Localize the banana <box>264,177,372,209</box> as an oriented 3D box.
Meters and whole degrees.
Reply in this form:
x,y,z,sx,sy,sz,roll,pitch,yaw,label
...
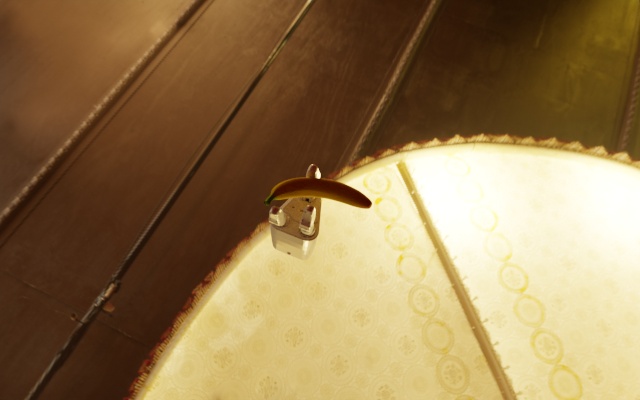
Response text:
x,y,z,sx,sy,sz,roll,pitch,yaw,label
-0.004,-0.013,0.882,0.198,0.069,0.037,0,-34,-7,banana
